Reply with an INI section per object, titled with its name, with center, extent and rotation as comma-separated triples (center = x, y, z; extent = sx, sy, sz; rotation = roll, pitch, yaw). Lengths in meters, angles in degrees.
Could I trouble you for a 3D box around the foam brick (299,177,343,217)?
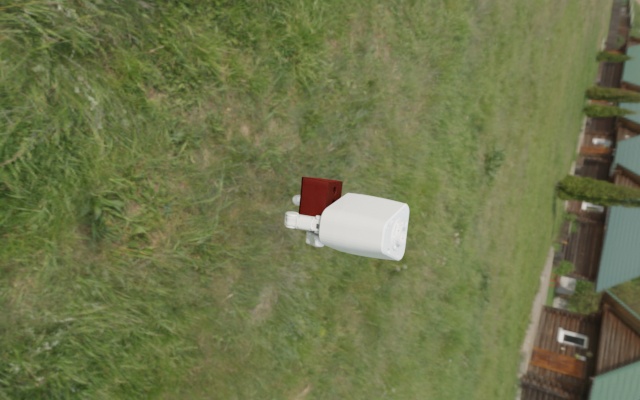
[foam brick]
center = 0.000, 0.002, 0.781
extent = 0.051, 0.078, 0.053
rotation = 9, 7, 29
